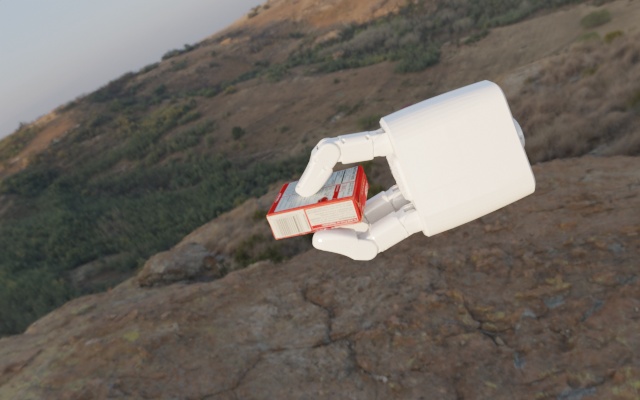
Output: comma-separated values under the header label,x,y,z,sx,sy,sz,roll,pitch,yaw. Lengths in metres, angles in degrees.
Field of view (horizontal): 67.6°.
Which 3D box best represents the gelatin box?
label,x,y,z,sx,sy,sz,roll,pitch,yaw
gelatin box,0.000,0.001,0.467,0.089,0.030,0.073,-12,24,15
